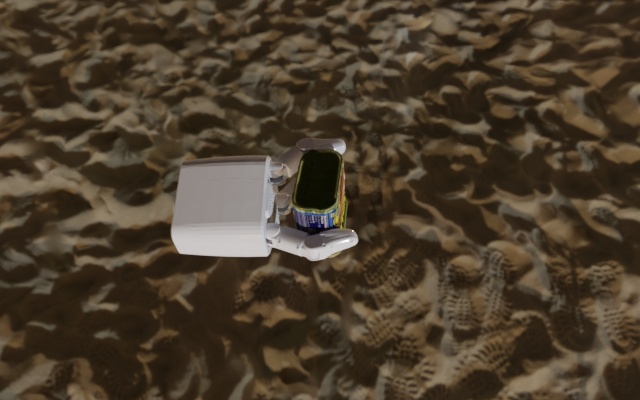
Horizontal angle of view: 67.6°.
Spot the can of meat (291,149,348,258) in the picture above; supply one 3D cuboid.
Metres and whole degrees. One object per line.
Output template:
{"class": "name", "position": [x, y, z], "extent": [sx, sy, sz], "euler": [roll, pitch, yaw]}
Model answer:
{"class": "can of meat", "position": [0.000, 0.002, 0.565], "extent": [0.057, 0.102, 0.084], "euler": [2, -41, 8]}
